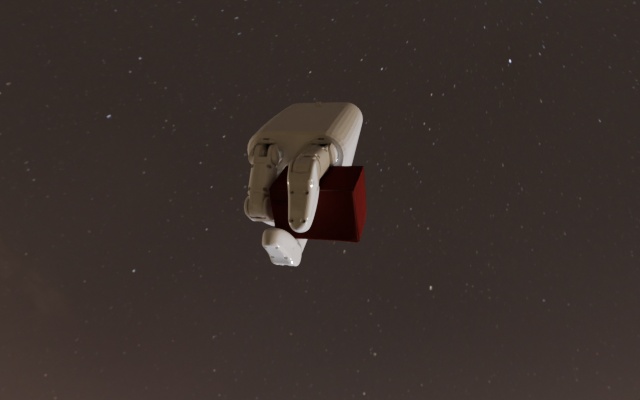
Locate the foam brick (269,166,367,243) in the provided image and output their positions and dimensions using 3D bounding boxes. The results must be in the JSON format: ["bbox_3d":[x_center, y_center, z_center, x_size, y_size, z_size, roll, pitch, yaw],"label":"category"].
[{"bbox_3d":[0.000,0.002,0.432,0.078,0.053,0.051,2,29,16],"label":"foam brick"}]
